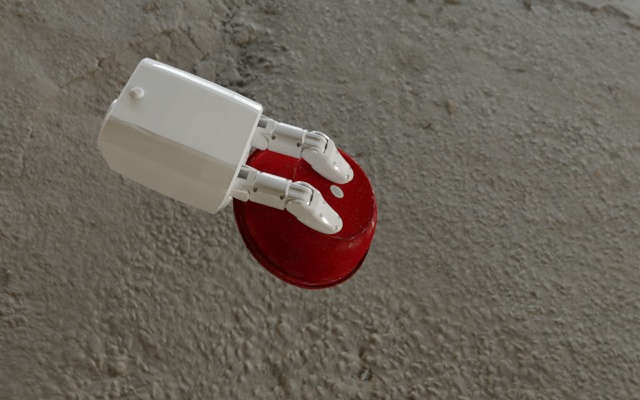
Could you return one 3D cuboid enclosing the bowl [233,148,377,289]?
[{"bbox_3d":[0.001,0.002,0.466,0.162,0.162,0.055,0,-20,-34],"label":"bowl"}]
